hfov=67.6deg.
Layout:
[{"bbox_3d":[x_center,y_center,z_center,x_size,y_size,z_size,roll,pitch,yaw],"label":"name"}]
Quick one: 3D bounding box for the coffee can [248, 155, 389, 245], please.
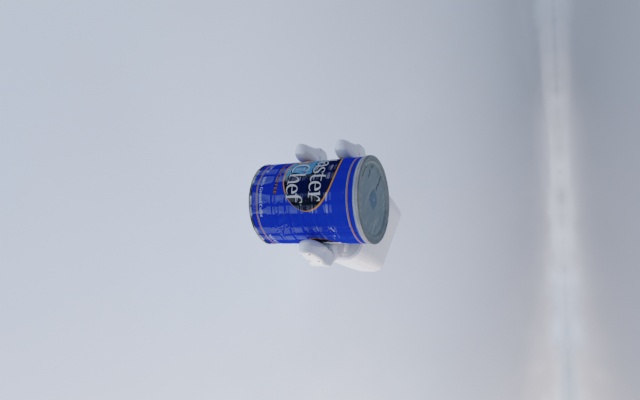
[{"bbox_3d":[0.000,0.002,0.575,0.140,0.103,0.103,-3,-1,27],"label":"coffee can"}]
